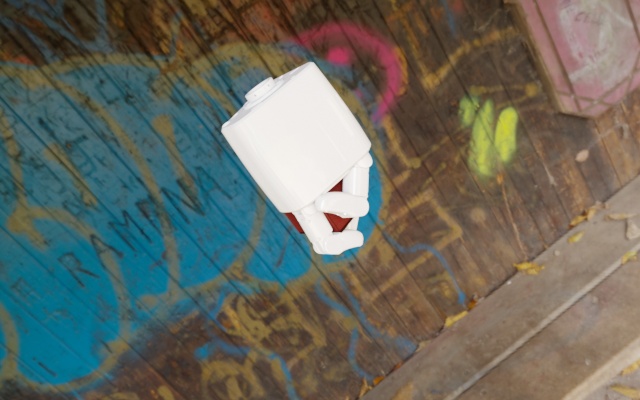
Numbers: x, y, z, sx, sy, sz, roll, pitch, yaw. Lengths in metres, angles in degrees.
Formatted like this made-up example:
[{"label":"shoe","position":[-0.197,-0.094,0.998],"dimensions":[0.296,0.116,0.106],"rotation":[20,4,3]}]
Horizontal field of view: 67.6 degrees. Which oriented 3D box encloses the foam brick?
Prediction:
[{"label":"foam brick","position":[0.000,0.002,0.537],"dimensions":[0.078,0.051,0.053],"rotation":[-7,36,52]}]
